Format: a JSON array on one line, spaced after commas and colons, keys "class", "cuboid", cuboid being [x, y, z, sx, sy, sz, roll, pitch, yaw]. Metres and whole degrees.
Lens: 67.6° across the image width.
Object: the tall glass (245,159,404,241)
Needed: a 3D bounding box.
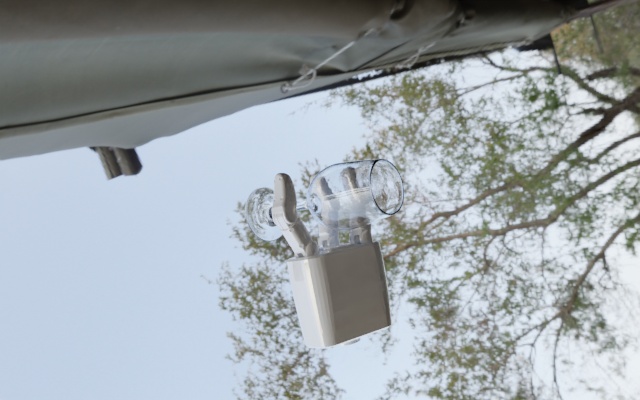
[{"class": "tall glass", "cuboid": [0.000, 0.002, 0.574, 0.201, 0.079, 0.079, -13, -9, 43]}]
